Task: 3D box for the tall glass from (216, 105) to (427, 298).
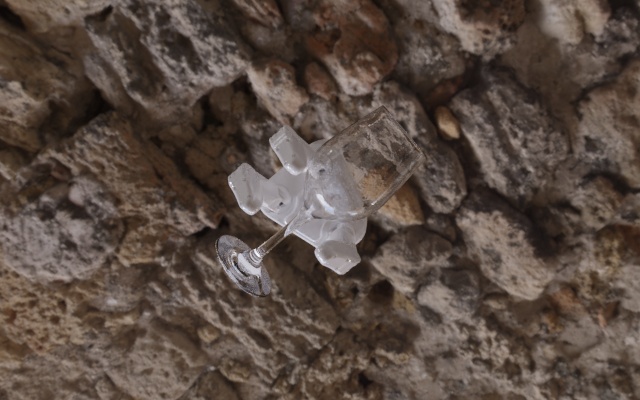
[{"bbox_3d":[0.000,0.002,0.442,0.201,0.079,0.079,-40,-11,13],"label":"tall glass"}]
